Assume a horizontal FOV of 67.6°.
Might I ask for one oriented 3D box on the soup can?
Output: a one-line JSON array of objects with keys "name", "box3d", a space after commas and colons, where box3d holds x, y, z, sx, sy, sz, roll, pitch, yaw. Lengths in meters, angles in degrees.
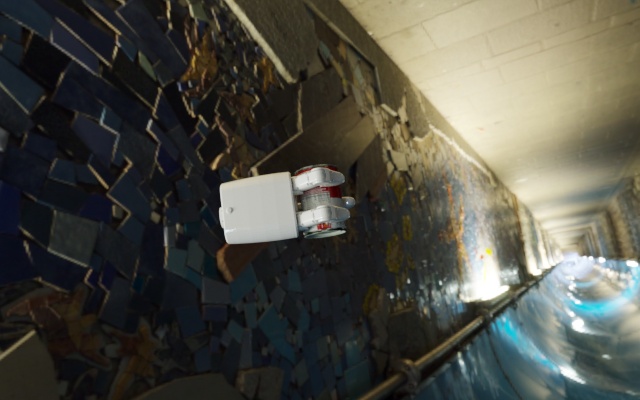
[{"name": "soup can", "box3d": [0.001, 0.003, 0.736, 0.068, 0.102, 0.068, -8, -11, -2]}]
